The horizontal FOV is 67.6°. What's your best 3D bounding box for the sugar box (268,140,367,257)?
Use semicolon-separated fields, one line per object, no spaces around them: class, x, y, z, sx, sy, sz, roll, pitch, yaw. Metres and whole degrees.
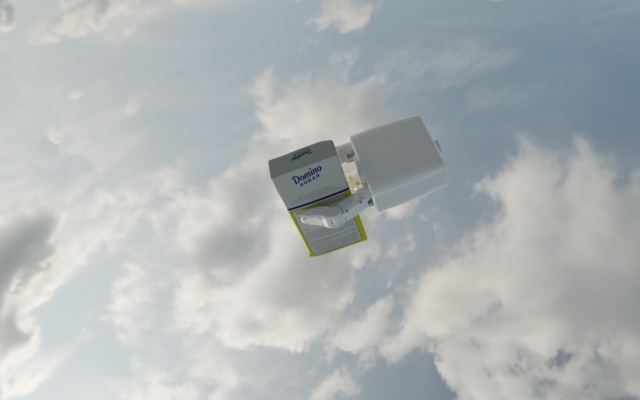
sugar box;0.000;0.002;0.677;0.093;0.176;0.048;-19;41;4
